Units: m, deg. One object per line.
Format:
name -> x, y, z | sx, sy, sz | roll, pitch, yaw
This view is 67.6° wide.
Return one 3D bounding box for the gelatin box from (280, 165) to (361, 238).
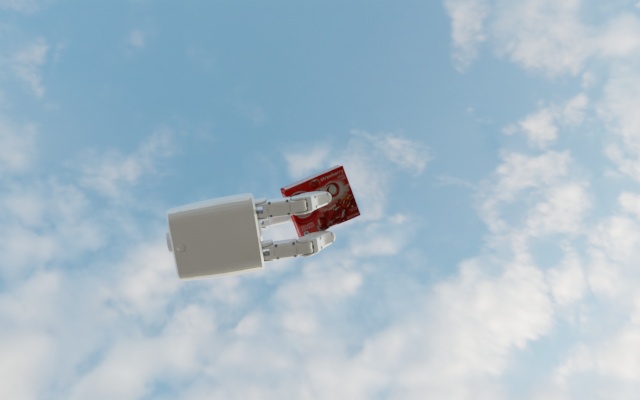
gelatin box -> 0.000, 0.002, 0.641 | 0.089, 0.073, 0.030 | -23, 12, -11
